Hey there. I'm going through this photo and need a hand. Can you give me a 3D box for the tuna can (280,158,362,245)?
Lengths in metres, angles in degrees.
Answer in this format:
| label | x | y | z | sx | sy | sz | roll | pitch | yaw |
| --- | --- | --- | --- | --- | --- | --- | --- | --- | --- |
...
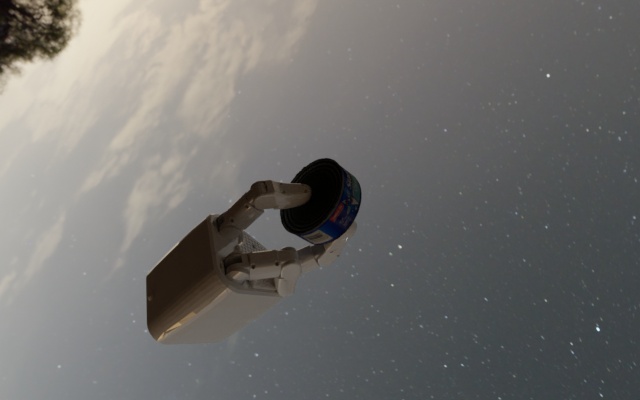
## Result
| label | x | y | z | sx | sy | sz | roll | pitch | yaw |
| --- | --- | --- | --- | --- | --- | --- | --- | --- | --- |
| tuna can | 0.001 | 0.002 | 0.491 | 0.086 | 0.086 | 0.034 | 0 | -26 | 47 |
